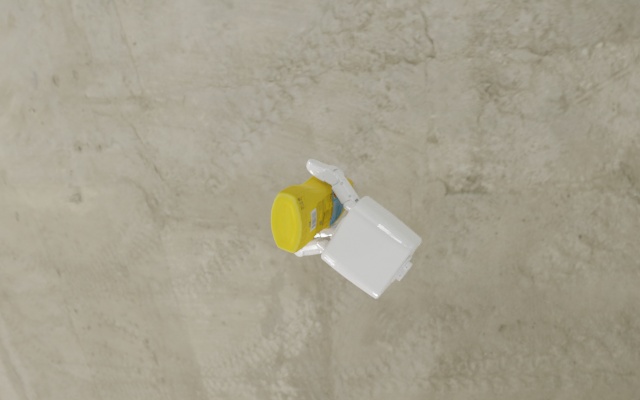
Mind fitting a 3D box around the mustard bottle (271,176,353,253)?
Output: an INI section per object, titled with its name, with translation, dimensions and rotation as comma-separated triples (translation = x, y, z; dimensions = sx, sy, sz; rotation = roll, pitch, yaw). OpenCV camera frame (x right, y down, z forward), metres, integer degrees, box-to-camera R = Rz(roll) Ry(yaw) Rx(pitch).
[mustard bottle]
translation = 0.000, 0.002, 0.758
dimensions = 0.058, 0.096, 0.191
rotation = 15, 28, 29
